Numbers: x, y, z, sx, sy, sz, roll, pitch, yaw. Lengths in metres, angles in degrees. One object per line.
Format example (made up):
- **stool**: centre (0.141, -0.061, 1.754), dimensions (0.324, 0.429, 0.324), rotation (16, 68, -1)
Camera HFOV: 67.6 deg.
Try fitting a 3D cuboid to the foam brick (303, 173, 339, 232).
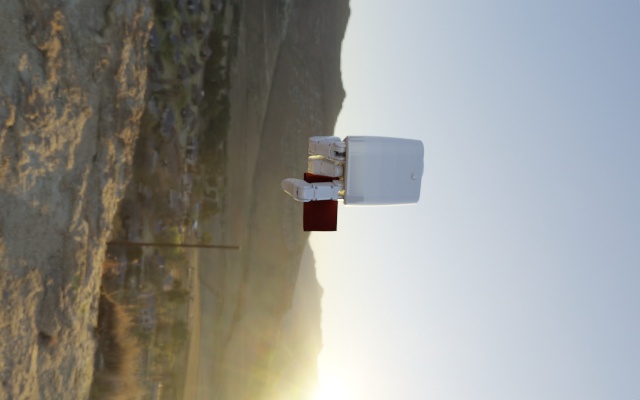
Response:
- **foam brick**: centre (0.000, 0.003, 0.706), dimensions (0.051, 0.078, 0.053), rotation (1, 19, -2)
